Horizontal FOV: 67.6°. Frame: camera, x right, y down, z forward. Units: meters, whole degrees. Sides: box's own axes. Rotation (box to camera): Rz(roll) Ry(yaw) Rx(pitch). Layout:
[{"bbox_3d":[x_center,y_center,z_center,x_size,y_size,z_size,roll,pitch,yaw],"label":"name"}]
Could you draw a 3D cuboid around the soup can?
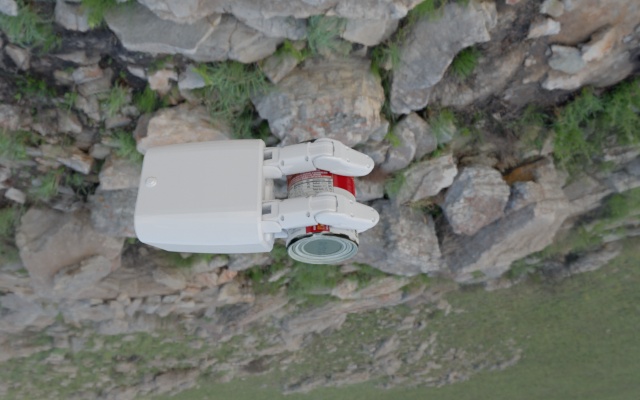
[{"bbox_3d":[0.001,0.002,0.457,0.068,0.102,0.068,-2,-29,-1],"label":"soup can"}]
